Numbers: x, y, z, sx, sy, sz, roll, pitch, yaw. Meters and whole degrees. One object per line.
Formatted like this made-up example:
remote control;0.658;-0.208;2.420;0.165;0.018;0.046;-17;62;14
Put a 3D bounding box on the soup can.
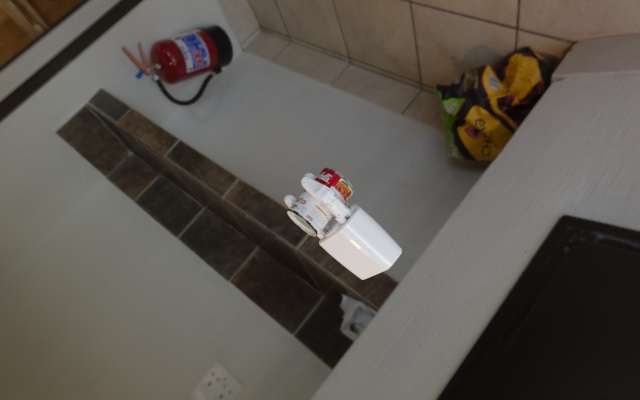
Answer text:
soup can;0.000;0.003;0.818;0.068;0.102;0.068;38;-16;12
